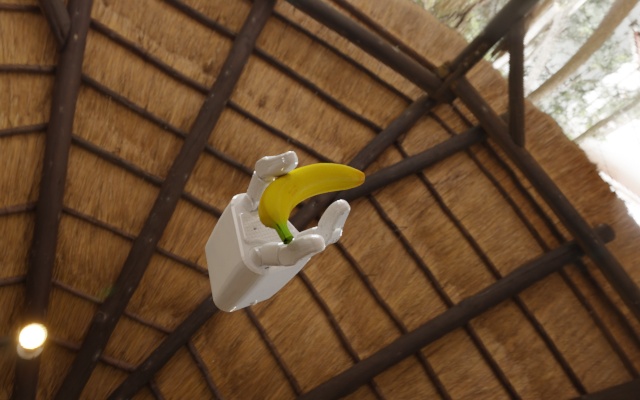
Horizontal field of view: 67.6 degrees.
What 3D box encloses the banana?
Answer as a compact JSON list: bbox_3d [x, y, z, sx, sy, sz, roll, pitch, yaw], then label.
[{"bbox_3d":[-0.015,-0.009,0.553,0.197,0.069,0.037,-38,-12,-52],"label":"banana"}]
